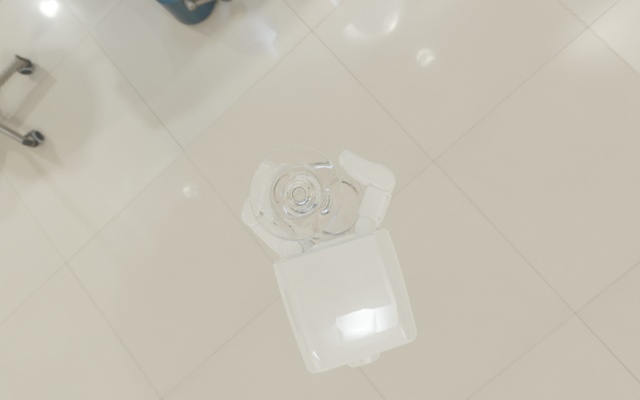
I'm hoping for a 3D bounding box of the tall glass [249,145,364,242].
[{"bbox_3d":[0.000,0.001,0.464,0.079,0.079,0.201,0,-4,11],"label":"tall glass"}]
